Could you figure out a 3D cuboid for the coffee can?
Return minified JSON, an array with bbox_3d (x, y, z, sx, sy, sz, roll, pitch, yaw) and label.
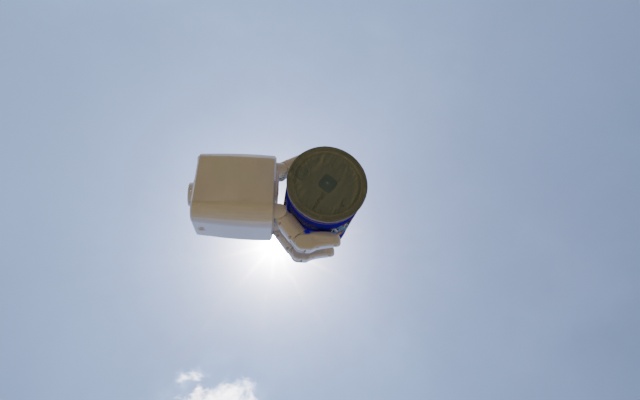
[{"bbox_3d":[0.000,0.002,0.659,0.103,0.102,0.140,0,-20,-8],"label":"coffee can"}]
